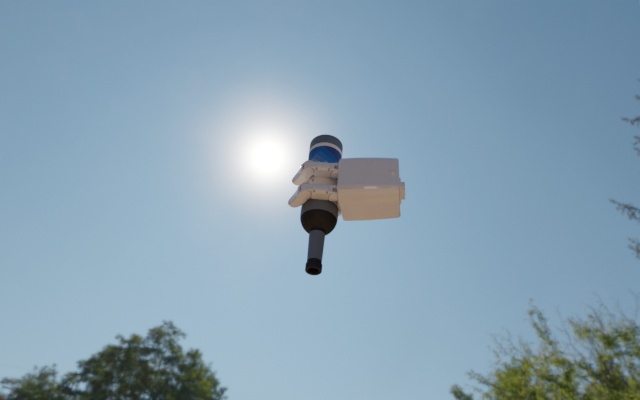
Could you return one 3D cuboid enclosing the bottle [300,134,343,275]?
[{"bbox_3d":[0.000,0.003,0.864,0.069,0.295,0.069,3,-41,3],"label":"bottle"}]
